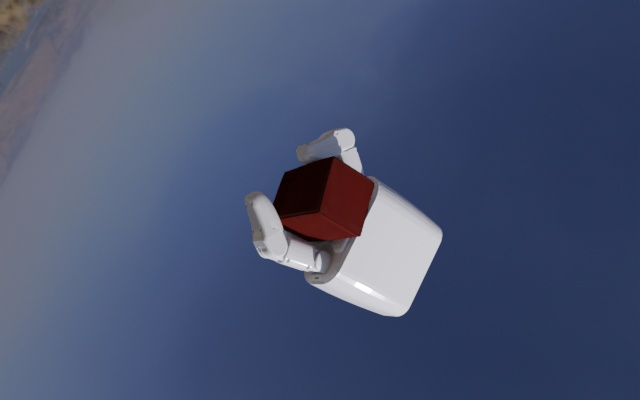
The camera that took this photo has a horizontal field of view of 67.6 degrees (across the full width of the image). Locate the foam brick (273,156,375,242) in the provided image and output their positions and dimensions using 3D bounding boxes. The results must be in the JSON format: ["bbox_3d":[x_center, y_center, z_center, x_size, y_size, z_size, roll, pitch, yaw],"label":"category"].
[{"bbox_3d":[0.000,0.001,0.422,0.051,0.053,0.078,31,-24,-30],"label":"foam brick"}]
